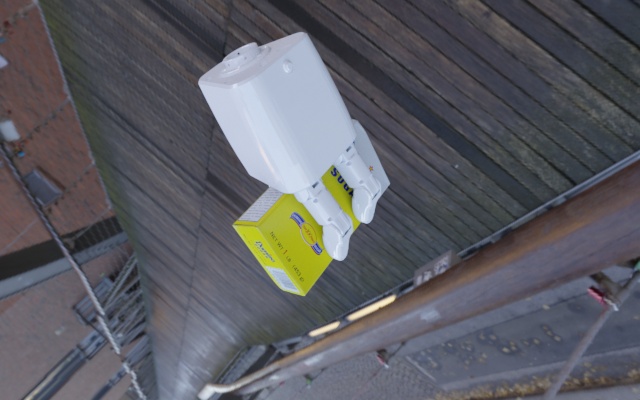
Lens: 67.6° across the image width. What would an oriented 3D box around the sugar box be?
[{"bbox_3d":[0.000,0.002,0.495,0.048,0.093,0.176,3,43,47],"label":"sugar box"}]
